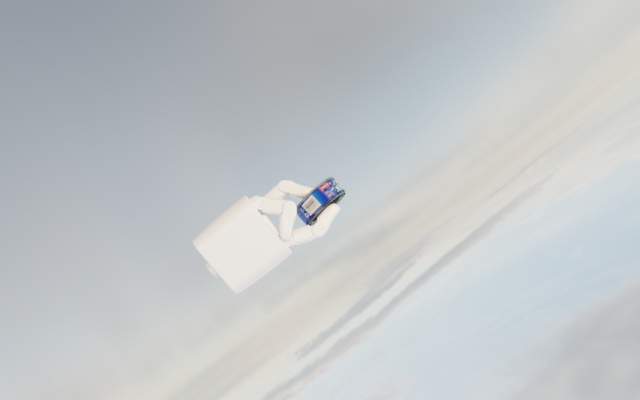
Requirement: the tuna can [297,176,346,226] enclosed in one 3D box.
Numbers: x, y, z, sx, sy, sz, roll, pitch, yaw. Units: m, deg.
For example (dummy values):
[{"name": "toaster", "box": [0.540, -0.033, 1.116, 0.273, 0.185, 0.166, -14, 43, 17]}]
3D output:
[{"name": "tuna can", "box": [0.001, 0.003, 0.774, 0.086, 0.033, 0.086, -41, -9, -8]}]
